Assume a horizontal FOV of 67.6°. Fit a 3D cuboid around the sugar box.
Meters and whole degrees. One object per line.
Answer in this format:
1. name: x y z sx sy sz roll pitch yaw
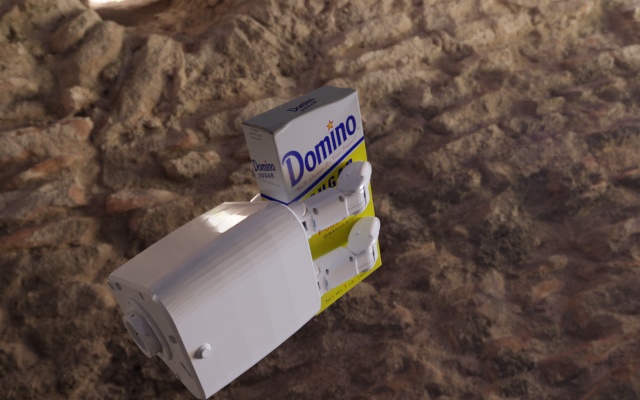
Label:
1. sugar box: 0.000 0.002 0.410 0.093 0.176 0.048 -32 37 -32
